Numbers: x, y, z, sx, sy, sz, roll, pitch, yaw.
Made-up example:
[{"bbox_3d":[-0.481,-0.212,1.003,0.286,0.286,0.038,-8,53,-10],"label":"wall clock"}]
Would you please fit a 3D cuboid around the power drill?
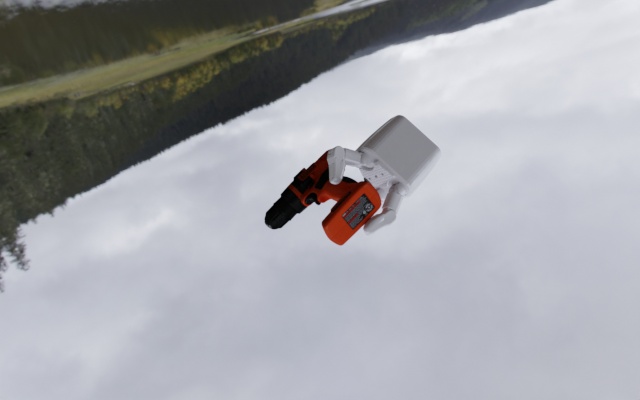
[{"bbox_3d":[0.001,0.003,0.796,0.057,0.184,0.187,47,-5,-34],"label":"power drill"}]
